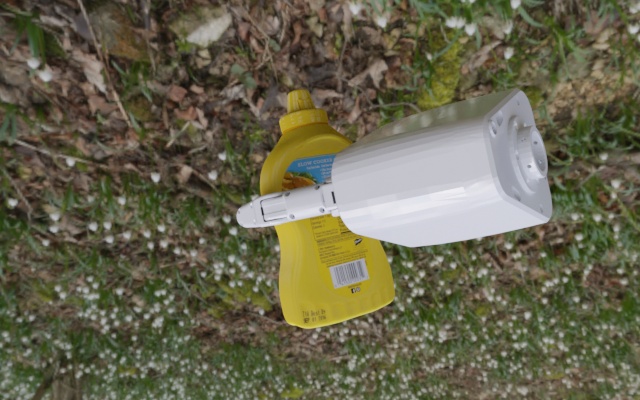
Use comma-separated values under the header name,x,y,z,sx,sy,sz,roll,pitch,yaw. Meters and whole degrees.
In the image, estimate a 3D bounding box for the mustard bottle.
name,x,y,z,sx,sy,sz,roll,pitch,yaw
mustard bottle,0.000,0.002,0.401,0.096,0.191,0.058,-10,-2,-27
